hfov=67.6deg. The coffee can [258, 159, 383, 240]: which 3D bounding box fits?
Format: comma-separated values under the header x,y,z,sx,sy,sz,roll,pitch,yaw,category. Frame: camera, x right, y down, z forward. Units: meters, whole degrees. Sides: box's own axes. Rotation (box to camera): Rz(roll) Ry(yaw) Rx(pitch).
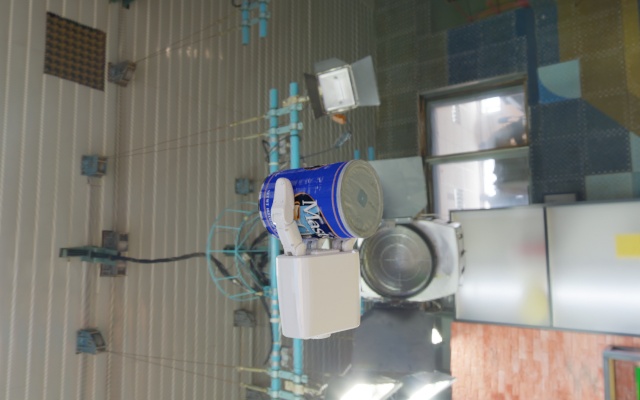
x,y,z,sx,sy,sz,roll,pitch,yaw,category
0.000,0.002,0.655,0.140,0.103,0.103,-5,-3,37,coffee can
